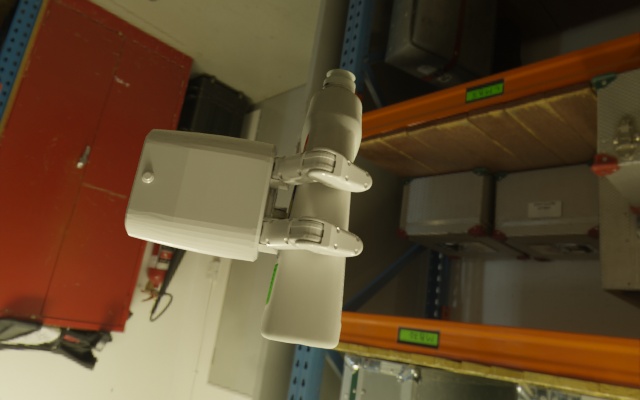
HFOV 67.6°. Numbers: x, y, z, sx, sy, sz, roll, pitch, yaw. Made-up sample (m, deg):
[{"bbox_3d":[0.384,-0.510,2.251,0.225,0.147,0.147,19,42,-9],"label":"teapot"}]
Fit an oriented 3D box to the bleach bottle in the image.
[{"bbox_3d":[0.000,0.001,0.438,0.068,0.250,0.102,10,-15,-2],"label":"bleach bottle"}]
